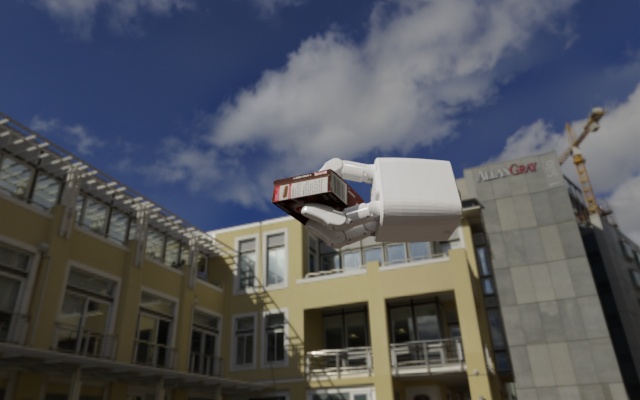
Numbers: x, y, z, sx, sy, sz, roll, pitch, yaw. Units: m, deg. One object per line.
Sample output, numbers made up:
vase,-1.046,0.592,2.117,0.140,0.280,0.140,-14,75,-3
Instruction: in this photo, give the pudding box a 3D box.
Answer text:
pudding box,0.000,0.002,0.660,0.090,0.039,0.113,-11,-29,26
